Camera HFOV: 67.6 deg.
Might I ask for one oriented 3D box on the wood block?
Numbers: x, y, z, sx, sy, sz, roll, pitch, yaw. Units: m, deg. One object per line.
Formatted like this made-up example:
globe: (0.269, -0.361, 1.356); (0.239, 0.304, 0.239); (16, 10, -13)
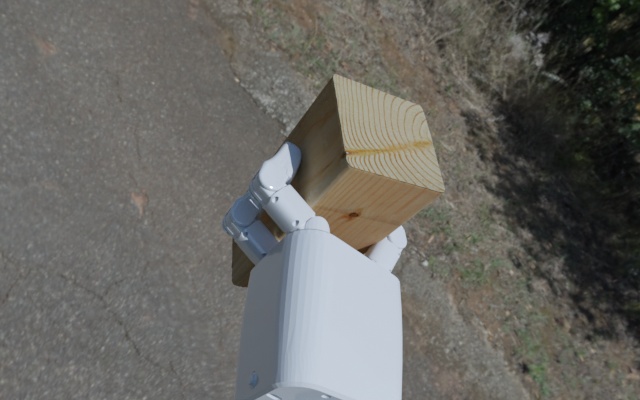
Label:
wood block: (0.000, 0.002, 0.427); (0.091, 0.090, 0.206); (13, -37, -28)
